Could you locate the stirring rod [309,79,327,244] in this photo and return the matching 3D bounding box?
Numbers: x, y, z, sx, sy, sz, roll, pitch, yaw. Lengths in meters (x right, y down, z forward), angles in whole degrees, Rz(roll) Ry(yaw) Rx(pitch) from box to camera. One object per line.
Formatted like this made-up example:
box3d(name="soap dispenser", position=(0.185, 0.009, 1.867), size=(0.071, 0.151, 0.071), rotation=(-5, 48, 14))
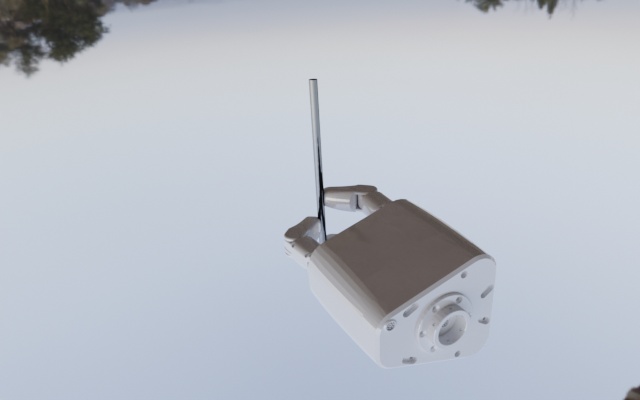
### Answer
box3d(name="stirring rod", position=(0.000, 0.001, 0.475), size=(0.011, 0.240, 0.011), rotation=(-3, 25, 1))
